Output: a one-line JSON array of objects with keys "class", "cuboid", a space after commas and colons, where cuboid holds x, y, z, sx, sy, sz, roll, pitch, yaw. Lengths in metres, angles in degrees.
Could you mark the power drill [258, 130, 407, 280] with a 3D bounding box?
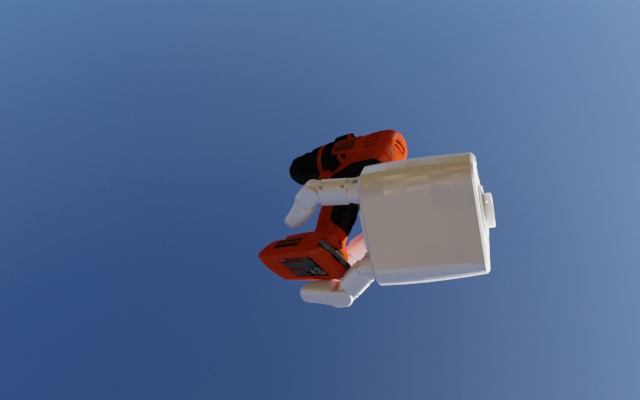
[{"class": "power drill", "cuboid": [0.000, 0.002, 0.567, 0.184, 0.187, 0.057, -12, -46, 47]}]
